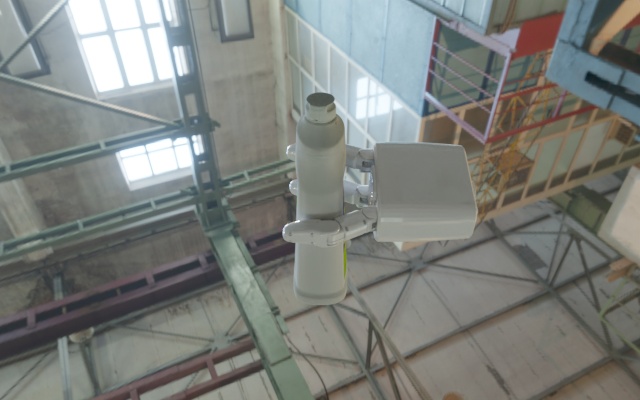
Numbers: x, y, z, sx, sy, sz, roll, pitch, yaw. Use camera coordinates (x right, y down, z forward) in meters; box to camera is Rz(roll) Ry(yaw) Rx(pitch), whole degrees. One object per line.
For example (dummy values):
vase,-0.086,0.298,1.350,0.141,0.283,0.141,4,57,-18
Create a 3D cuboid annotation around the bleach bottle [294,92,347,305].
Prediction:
bleach bottle,0.000,0.002,0.541,0.068,0.251,0.102,0,41,1
